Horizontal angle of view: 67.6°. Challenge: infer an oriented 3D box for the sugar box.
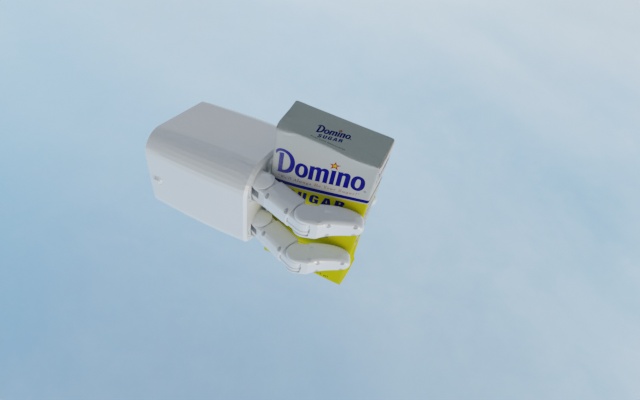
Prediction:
[{"bbox_3d":[0.000,0.002,0.447,0.093,0.048,0.176,23,-38,10],"label":"sugar box"}]
